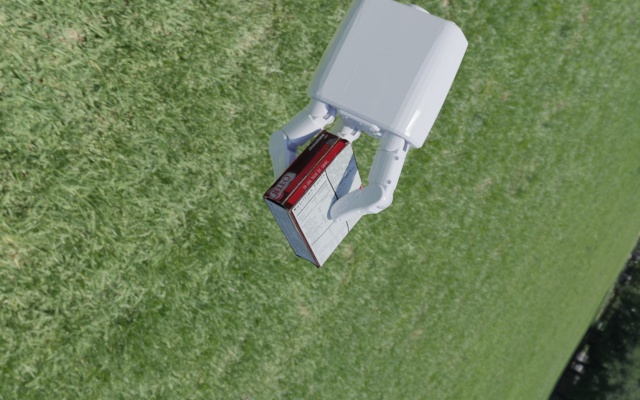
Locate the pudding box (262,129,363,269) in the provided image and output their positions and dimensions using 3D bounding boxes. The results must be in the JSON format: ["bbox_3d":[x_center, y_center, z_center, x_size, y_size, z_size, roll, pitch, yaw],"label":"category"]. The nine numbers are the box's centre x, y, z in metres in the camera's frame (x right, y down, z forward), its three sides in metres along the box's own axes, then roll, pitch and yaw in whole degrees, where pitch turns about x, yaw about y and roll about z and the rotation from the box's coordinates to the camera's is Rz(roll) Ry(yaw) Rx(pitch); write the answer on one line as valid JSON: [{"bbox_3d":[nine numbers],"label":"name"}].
[{"bbox_3d":[0.000,0.002,0.466,0.039,0.090,0.114,28,-23,33],"label":"pudding box"}]
